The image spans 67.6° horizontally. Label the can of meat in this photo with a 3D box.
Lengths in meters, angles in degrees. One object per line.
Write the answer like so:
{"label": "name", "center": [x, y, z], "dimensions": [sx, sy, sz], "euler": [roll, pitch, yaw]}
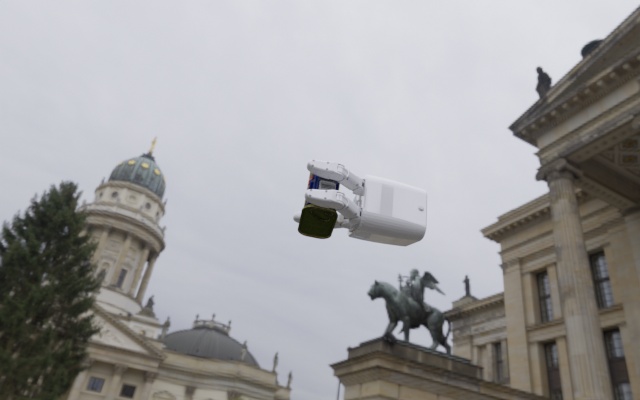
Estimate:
{"label": "can of meat", "center": [0.000, 0.002, 0.786], "dimensions": [0.057, 0.084, 0.102], "euler": [11, -31, -2]}
